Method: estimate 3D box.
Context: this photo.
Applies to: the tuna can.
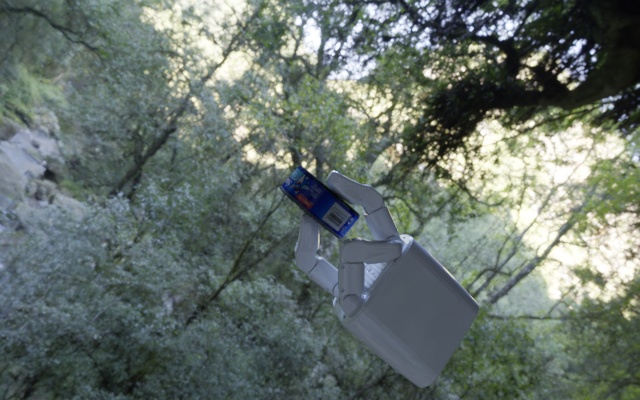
[{"bbox_3d":[0.000,0.001,0.505,0.086,0.034,0.086,40,1,-1],"label":"tuna can"}]
